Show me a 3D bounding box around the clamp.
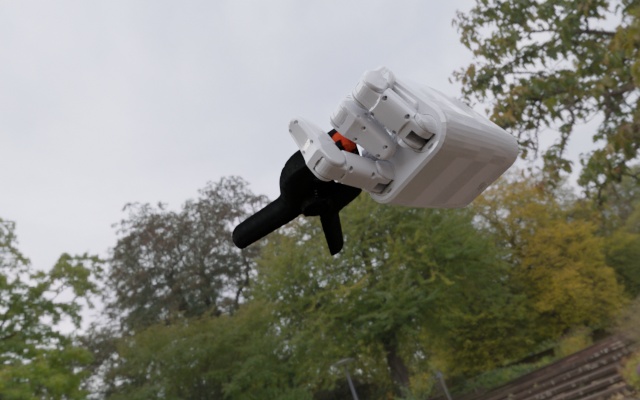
[{"bbox_3d":[0.000,0.001,0.460,0.120,0.039,0.171,9,-40,-33],"label":"clamp"}]
